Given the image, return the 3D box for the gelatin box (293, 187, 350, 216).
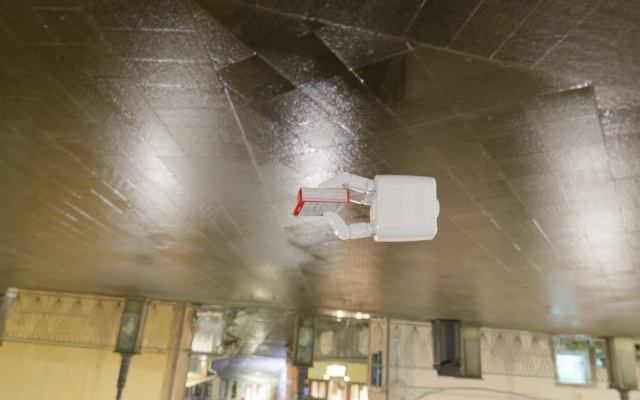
[{"bbox_3d":[0.000,0.003,0.852,0.089,0.030,0.073,1,-21,-14],"label":"gelatin box"}]
